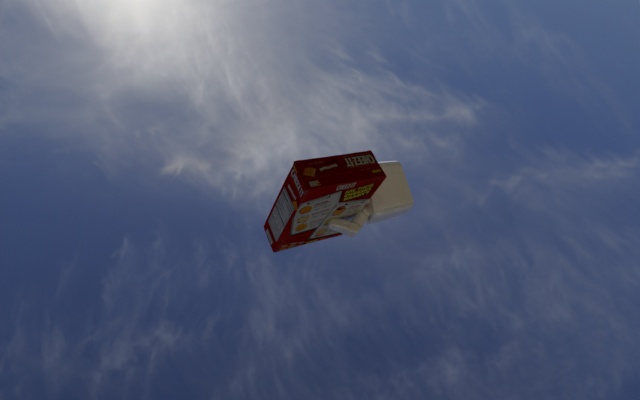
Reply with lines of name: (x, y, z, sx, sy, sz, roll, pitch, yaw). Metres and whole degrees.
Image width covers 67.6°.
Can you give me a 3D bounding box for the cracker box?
cracker box: (0.000, 0.003, 0.891, 0.164, 0.072, 0.214, -11, -29, -30)
